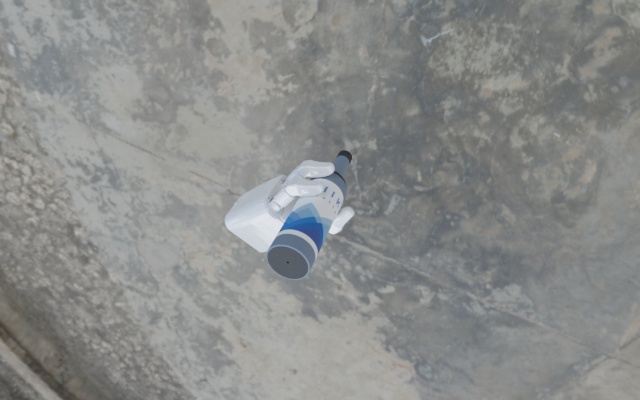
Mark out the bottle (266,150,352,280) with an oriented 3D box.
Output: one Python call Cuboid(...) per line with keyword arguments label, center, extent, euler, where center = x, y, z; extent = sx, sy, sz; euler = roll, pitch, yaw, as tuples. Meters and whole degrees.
Cuboid(label="bottle", center=(0.000, 0.003, 0.778), extent=(0.069, 0.069, 0.295), euler=(0, 35, 23))
